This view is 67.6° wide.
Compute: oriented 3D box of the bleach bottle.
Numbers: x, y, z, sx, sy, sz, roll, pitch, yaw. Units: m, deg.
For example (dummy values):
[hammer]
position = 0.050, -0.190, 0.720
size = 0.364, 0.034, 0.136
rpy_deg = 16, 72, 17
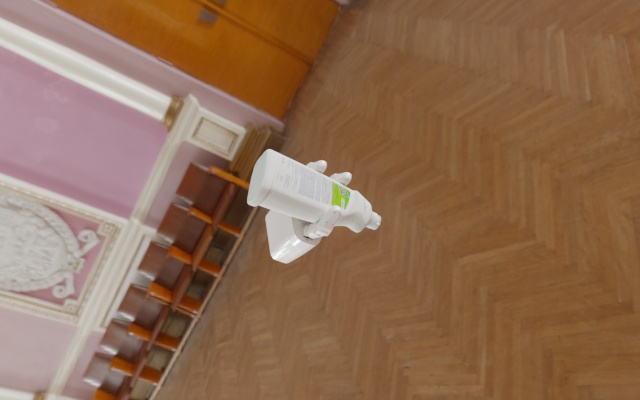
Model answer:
[bleach bottle]
position = 0.000, 0.003, 0.849
size = 0.251, 0.102, 0.068
rpy_deg = 24, -39, -23
